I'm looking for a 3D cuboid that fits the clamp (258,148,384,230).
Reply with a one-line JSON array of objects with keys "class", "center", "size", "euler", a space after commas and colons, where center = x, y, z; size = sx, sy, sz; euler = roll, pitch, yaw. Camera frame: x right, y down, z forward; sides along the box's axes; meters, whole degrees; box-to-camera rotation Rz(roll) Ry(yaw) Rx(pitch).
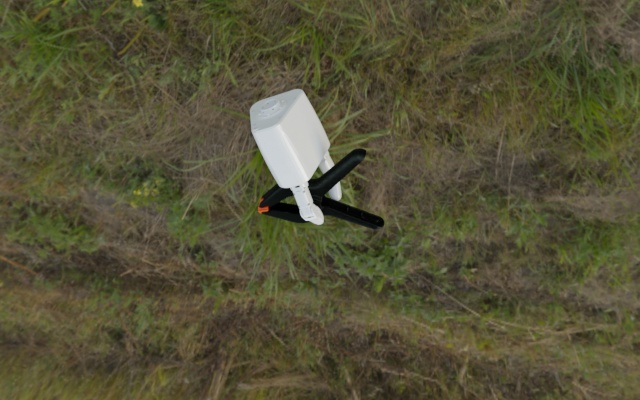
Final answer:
[{"class": "clamp", "center": [-0.001, 0.003, 0.796], "size": [0.210, 0.165, 0.036], "euler": [-13, 38, 19]}]
